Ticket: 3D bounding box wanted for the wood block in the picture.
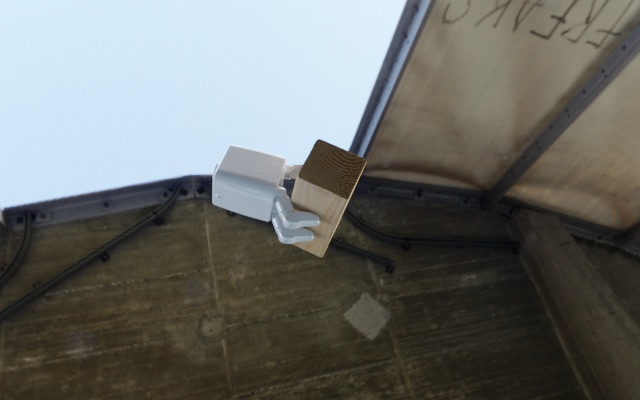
[{"bbox_3d":[0.000,0.002,0.833,0.090,0.090,0.206,24,-33,3],"label":"wood block"}]
